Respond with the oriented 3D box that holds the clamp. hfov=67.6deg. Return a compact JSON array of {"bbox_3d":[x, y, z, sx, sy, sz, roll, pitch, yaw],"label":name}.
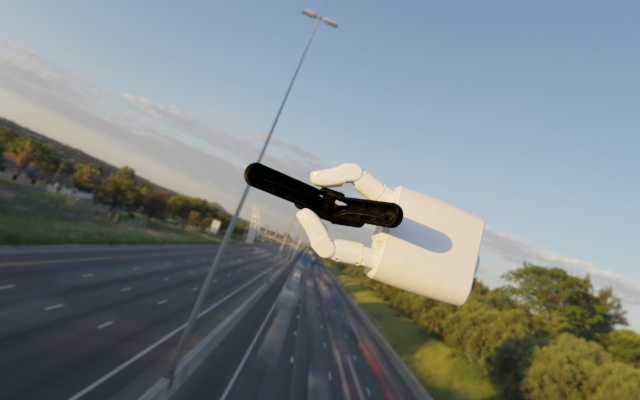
[{"bbox_3d":[0.001,0.001,0.560,0.164,0.036,0.210,18,-5,0],"label":"clamp"}]
